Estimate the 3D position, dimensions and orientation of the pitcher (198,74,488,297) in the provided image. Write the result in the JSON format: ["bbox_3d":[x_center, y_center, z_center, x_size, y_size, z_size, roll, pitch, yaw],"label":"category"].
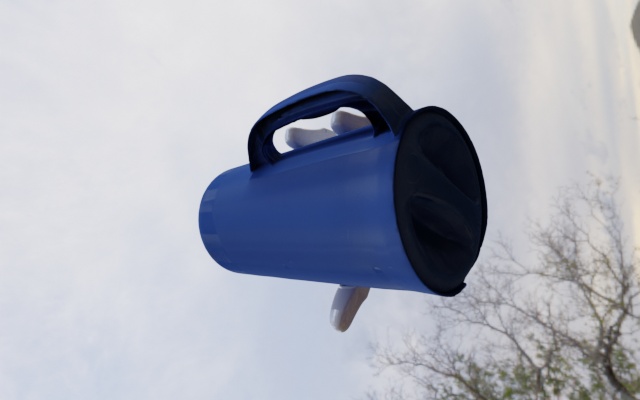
[{"bbox_3d":[0.000,0.001,0.405,0.243,0.149,0.145,-7,-10,42],"label":"pitcher"}]
